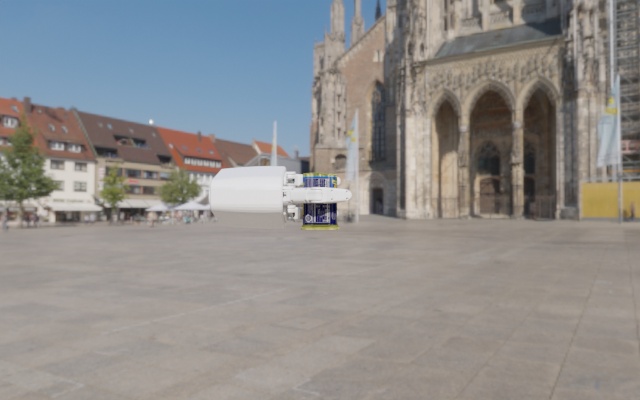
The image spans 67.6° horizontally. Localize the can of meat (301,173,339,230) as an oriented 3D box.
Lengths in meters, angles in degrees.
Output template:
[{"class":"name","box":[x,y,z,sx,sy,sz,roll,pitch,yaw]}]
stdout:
[{"class":"can of meat","box":[0.000,0.002,0.741,0.057,0.084,0.102,0,-1,2]}]
